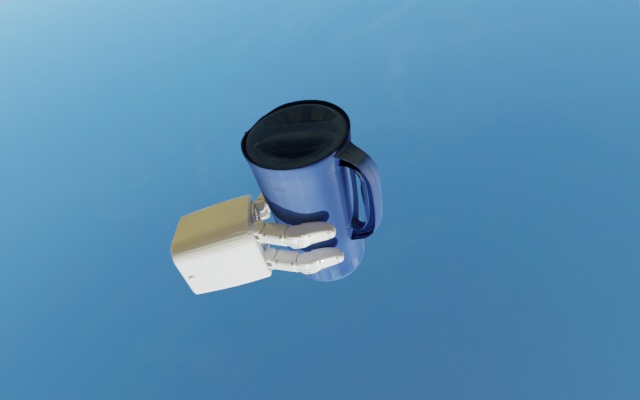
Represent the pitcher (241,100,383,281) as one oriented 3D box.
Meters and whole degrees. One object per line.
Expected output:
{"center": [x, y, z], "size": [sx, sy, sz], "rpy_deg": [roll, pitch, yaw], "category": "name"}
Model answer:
{"center": [0.000, 0.002, 0.636], "size": [0.145, 0.243, 0.149], "rpy_deg": [-17, 44, 0], "category": "pitcher"}
